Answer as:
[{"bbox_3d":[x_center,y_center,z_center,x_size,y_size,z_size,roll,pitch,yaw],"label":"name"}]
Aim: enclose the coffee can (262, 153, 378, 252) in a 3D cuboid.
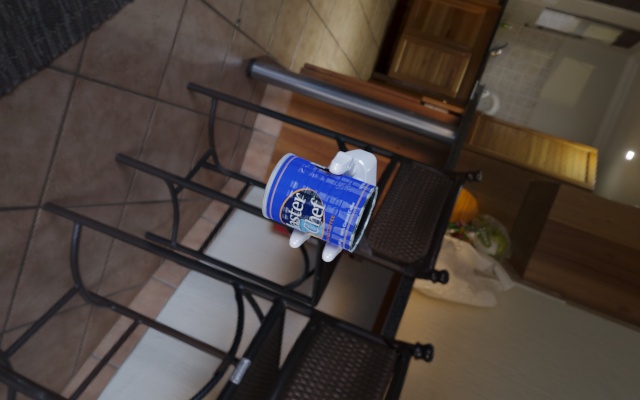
[{"bbox_3d":[0.000,0.002,0.699,0.140,0.103,0.103,22,5,12],"label":"coffee can"}]
